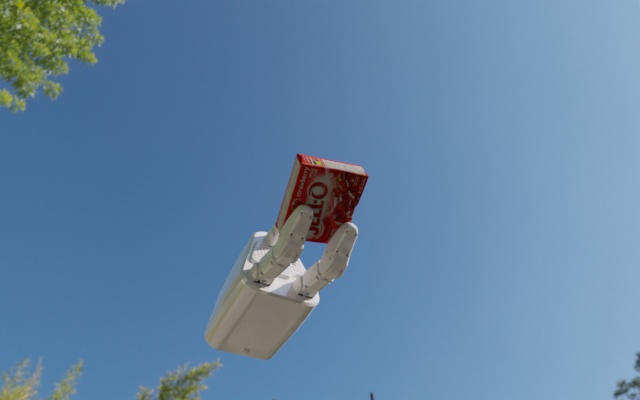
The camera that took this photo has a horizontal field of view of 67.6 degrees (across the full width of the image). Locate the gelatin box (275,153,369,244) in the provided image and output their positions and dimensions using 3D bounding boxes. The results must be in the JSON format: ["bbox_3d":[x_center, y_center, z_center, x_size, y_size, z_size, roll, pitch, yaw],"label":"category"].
[{"bbox_3d":[0.000,0.001,0.496,0.073,0.089,0.030,10,26,-20],"label":"gelatin box"}]
